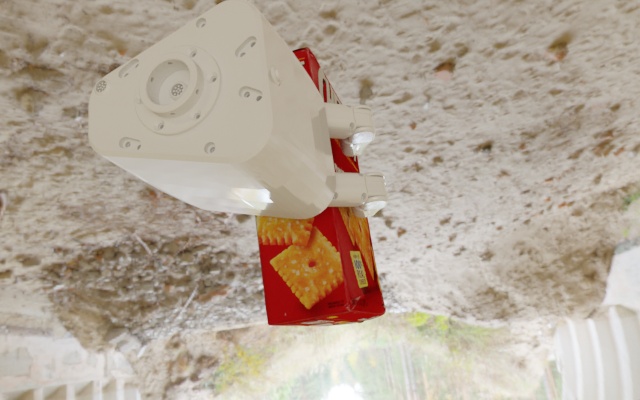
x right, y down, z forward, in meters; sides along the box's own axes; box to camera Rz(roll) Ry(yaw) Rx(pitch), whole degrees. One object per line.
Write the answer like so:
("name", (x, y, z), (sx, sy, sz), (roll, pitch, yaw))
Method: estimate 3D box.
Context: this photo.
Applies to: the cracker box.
("cracker box", (0.000, 0.002, 0.430), (0.072, 0.213, 0.164), (-12, -18, 13))
